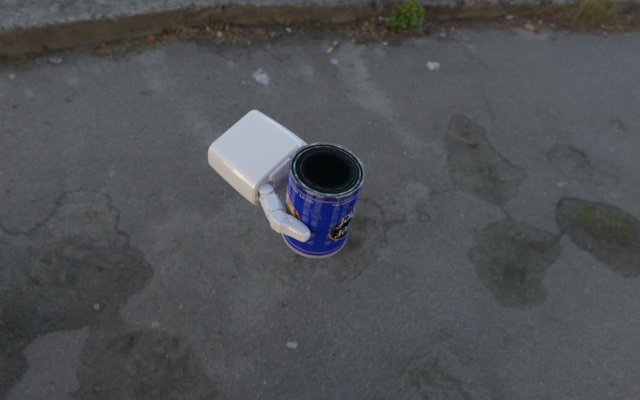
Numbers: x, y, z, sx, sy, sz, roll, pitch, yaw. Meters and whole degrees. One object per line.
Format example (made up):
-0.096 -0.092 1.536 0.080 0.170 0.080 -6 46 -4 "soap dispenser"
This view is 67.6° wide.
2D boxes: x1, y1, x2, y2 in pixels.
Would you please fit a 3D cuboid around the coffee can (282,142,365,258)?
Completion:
0.000 0.002 0.685 0.103 0.102 0.140 0 -40 -10 "coffee can"
